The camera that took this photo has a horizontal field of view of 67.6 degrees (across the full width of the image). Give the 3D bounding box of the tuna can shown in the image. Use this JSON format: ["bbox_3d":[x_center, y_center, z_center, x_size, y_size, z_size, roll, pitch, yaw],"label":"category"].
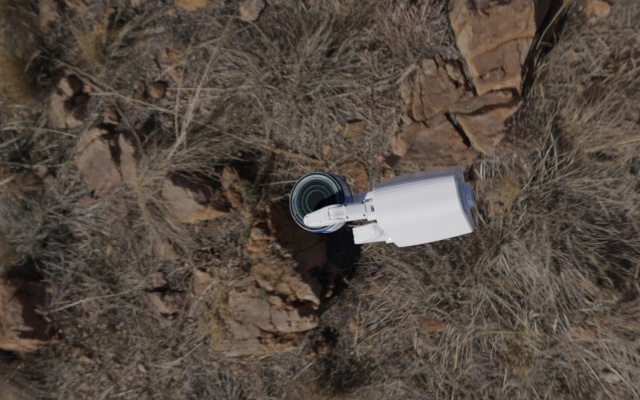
[{"bbox_3d":[0.000,0.002,0.669,0.086,0.086,0.034,0,-3,26],"label":"tuna can"}]
